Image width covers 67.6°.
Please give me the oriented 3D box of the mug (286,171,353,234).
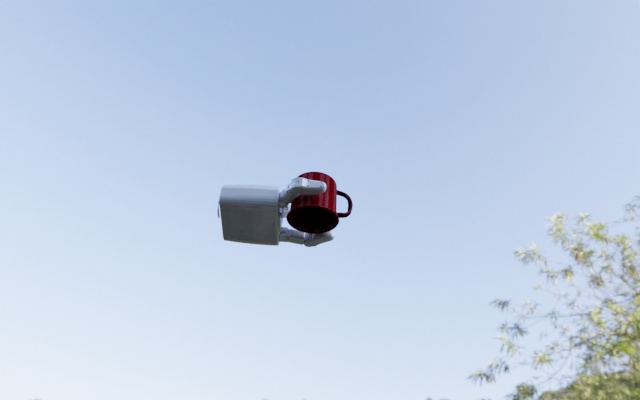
[{"bbox_3d":[0.002,0.003,0.861,0.117,0.081,0.093,4,-35,-1],"label":"mug"}]
